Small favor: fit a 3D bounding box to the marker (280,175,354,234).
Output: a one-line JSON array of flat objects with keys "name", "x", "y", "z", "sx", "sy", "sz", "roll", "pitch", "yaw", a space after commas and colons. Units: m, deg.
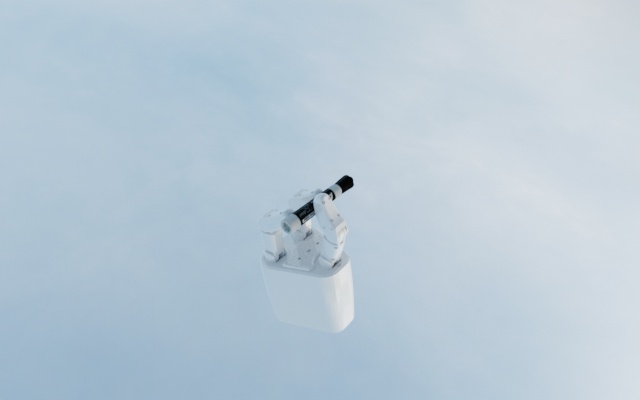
[{"name": "marker", "x": 0.000, "y": 0.002, "z": 0.572, "sx": 0.020, "sy": 0.020, "sz": 0.121, "roll": 0, "pitch": 28, "yaw": 47}]
